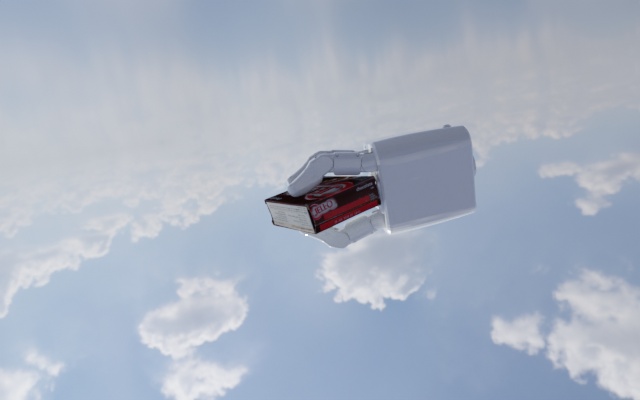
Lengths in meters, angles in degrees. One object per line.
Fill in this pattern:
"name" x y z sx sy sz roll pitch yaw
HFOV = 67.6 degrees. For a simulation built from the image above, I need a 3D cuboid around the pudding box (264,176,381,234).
"pudding box" 0.000 0.002 0.547 0.090 0.039 0.113 -22 11 -27
